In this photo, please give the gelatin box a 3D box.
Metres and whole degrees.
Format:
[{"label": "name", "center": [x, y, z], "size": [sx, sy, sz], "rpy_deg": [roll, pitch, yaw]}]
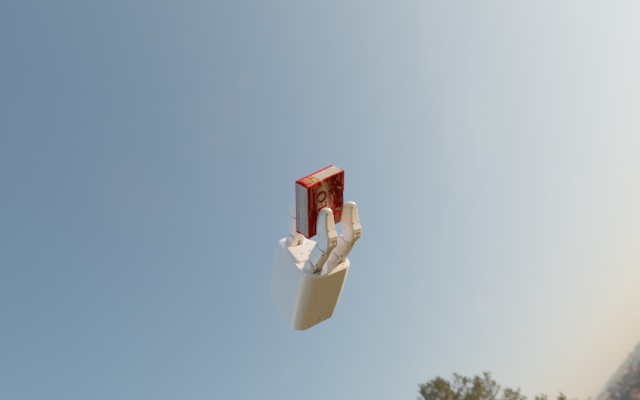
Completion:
[{"label": "gelatin box", "center": [0.000, 0.002, 0.689], "size": [0.073, 0.089, 0.030], "rpy_deg": [-26, 39, -37]}]
